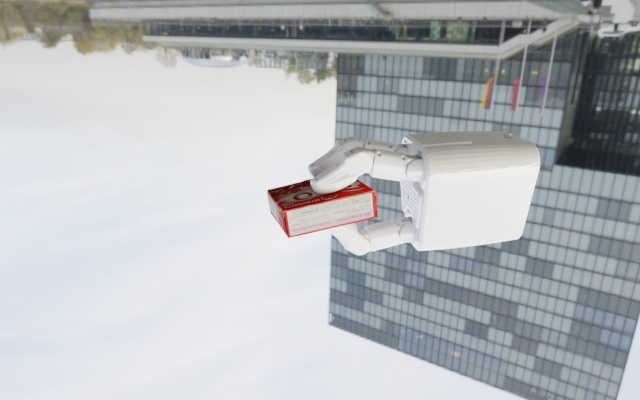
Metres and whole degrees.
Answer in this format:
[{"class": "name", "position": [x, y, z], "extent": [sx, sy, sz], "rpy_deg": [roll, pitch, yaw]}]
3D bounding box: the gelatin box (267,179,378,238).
[{"class": "gelatin box", "position": [0.000, 0.002, 0.454], "extent": [0.089, 0.030, 0.073], "rpy_deg": [-13, 20, -14]}]
